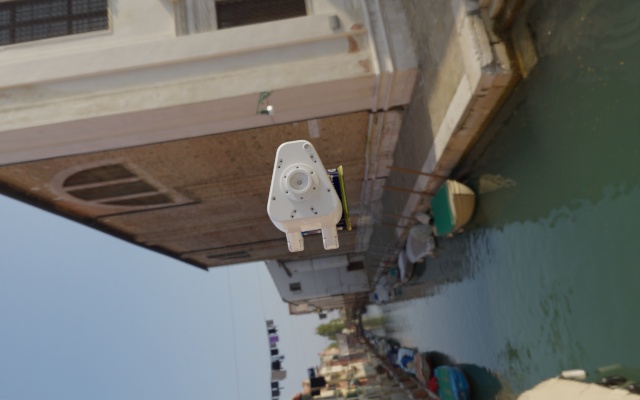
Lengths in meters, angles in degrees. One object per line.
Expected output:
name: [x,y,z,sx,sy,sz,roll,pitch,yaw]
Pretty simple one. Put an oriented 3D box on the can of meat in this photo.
can of meat: [0.000,0.002,0.760,0.084,0.102,0.057,-9,-6,1]
